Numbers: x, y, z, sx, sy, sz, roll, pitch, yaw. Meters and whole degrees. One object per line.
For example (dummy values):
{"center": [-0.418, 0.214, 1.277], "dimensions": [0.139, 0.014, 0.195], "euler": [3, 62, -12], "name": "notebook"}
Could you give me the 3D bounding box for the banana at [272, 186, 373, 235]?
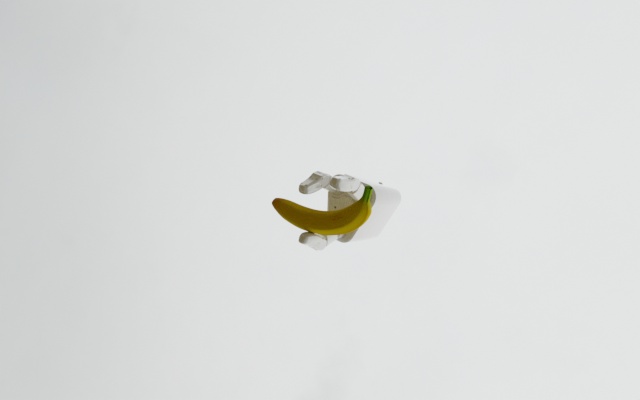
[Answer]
{"center": [0.005, 0.021, 0.741], "dimensions": [0.198, 0.069, 0.037], "euler": [-7, 1, 37], "name": "banana"}
